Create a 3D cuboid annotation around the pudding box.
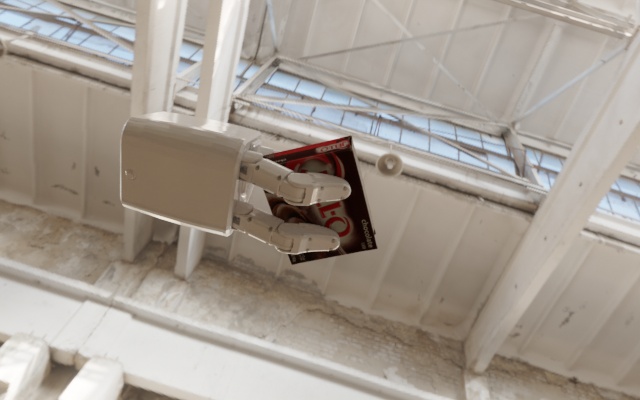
[{"bbox_3d":[0.000,0.001,0.462,0.090,0.113,0.039,-12,29,11],"label":"pudding box"}]
